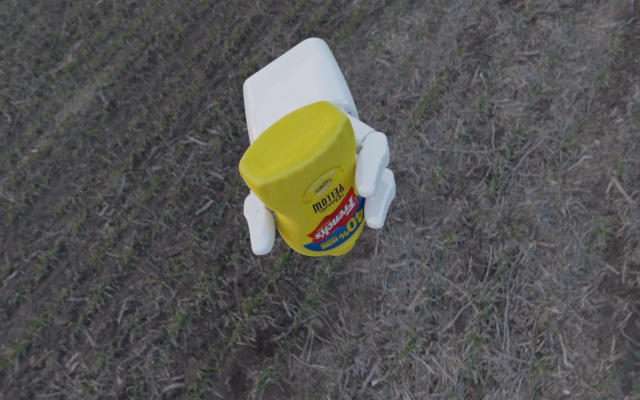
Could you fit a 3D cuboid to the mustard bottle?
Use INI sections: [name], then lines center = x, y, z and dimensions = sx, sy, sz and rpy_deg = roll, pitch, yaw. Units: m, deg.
[mustard bottle]
center = 0.000, 0.002, 0.450
dimensions = 0.058, 0.096, 0.192
rpy_deg = 43, -12, 33
